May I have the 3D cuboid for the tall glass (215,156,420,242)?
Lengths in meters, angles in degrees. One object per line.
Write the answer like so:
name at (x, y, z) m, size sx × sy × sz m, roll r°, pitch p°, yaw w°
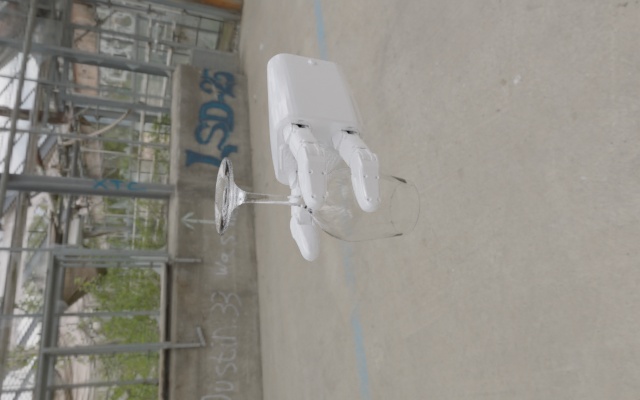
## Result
tall glass at (-0.001, 0.002, 0.484) m, size 0.201 × 0.079 × 0.079 m, roll 4°, pitch -2°, yaw -22°
